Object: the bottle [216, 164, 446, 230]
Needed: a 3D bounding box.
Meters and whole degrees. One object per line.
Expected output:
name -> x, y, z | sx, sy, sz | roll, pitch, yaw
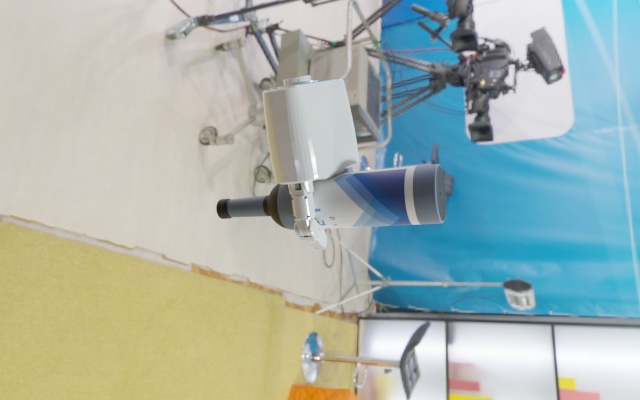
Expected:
bottle -> 0.000, 0.002, 0.591 | 0.296, 0.069, 0.069 | -4, -2, 24
